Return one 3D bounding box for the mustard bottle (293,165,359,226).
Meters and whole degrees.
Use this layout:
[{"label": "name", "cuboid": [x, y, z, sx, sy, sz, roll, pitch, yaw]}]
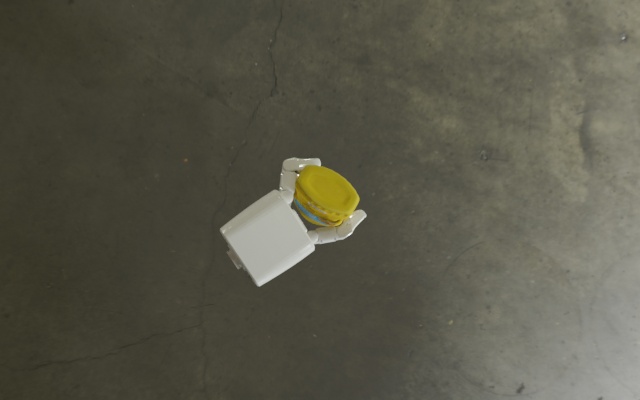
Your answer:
[{"label": "mustard bottle", "cuboid": [0.000, 0.002, 0.780, 0.096, 0.058, 0.192, 31, -14, 0]}]
